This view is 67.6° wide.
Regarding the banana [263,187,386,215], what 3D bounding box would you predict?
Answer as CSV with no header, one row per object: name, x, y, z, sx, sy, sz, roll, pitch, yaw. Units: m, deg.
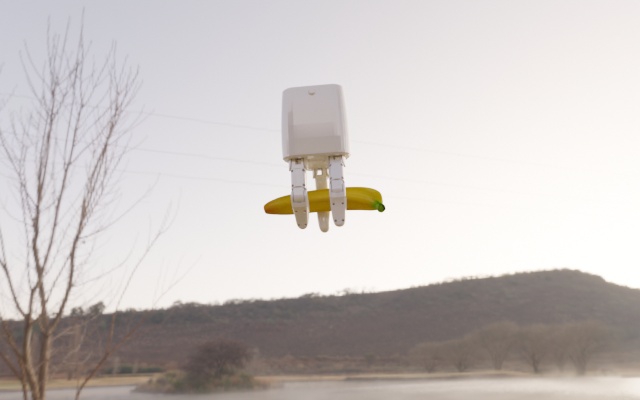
banana,0.012,0.001,0.714,0.198,0.037,0.069,-3,4,27
